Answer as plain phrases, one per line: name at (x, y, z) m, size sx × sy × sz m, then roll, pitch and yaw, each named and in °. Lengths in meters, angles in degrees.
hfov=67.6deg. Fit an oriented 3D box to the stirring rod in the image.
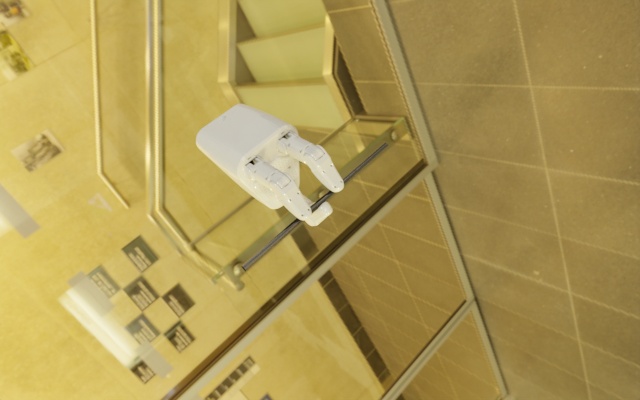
stirring rod at (0.000, 0.002, 0.569) m, size 0.239 × 0.011 × 0.011 m, roll -41°, pitch 18°, yaw -22°
